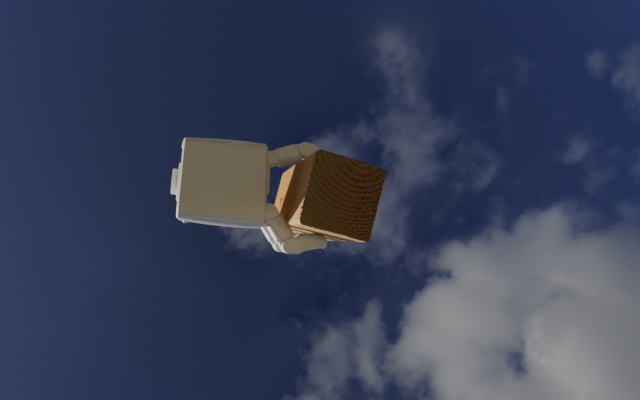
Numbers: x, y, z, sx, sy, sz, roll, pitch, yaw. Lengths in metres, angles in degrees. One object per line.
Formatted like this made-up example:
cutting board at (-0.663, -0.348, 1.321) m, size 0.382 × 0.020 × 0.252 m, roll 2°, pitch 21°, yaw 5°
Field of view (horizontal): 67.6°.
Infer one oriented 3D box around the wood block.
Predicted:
wood block at (0.000, 0.002, 0.643) m, size 0.090 × 0.091 × 0.206 m, roll 16°, pitch -8°, yaw -14°
